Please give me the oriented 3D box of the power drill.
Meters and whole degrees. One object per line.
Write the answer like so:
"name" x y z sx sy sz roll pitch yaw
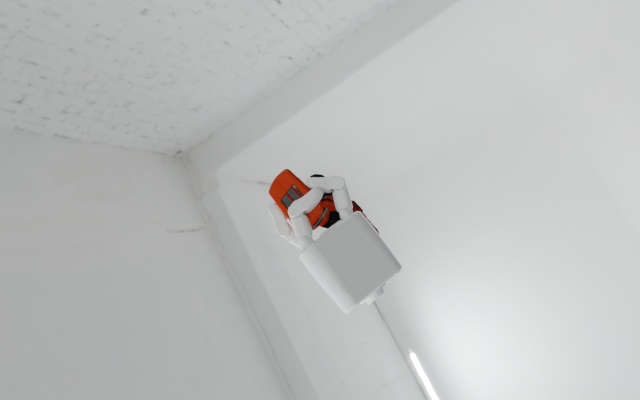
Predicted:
"power drill" 0.000 0.003 0.806 0.184 0.057 0.188 46 17 31
